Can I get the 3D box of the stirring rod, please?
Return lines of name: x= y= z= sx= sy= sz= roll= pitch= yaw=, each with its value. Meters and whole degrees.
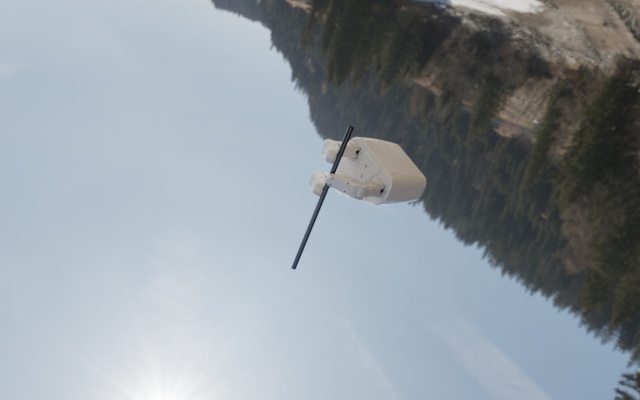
stirring rod: x=0.000 y=0.002 z=0.701 sx=0.011 sy=0.240 sz=0.011 roll=19 pitch=22 yaw=-8
